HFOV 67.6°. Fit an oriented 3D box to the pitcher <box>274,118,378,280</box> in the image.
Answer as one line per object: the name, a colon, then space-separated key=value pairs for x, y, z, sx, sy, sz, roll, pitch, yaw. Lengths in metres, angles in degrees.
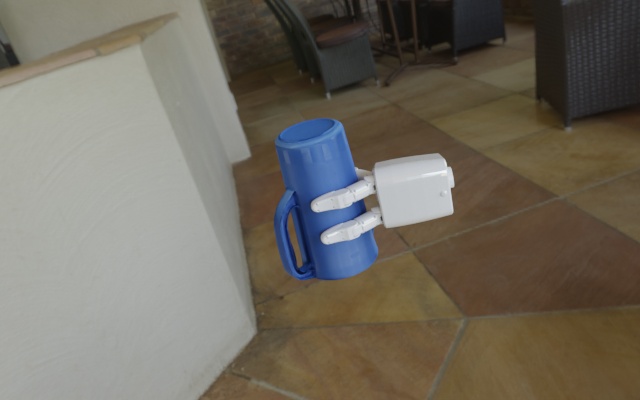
pitcher: x=0.000 y=0.002 z=0.768 sx=0.145 sy=0.243 sz=0.149 roll=-10 pitch=26 yaw=11
